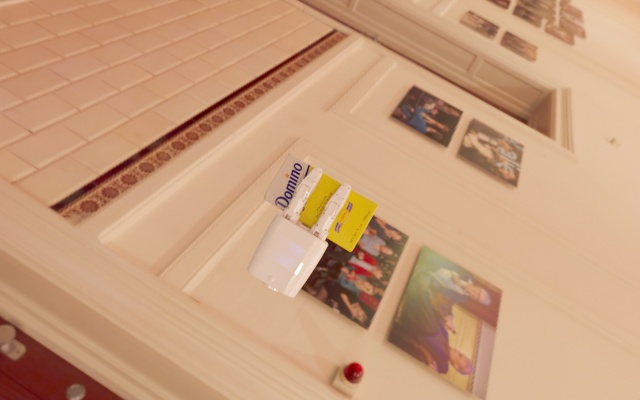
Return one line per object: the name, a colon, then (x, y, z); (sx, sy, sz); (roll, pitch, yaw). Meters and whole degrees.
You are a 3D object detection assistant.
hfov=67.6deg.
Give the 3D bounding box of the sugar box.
sugar box: (0.000, 0.003, 0.814); (0.176, 0.093, 0.048); (30, 2, 5)
